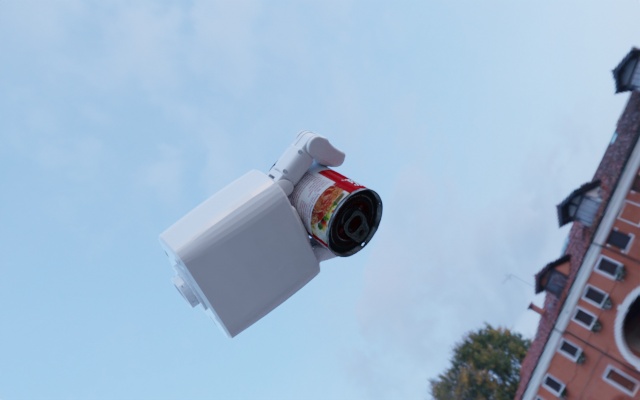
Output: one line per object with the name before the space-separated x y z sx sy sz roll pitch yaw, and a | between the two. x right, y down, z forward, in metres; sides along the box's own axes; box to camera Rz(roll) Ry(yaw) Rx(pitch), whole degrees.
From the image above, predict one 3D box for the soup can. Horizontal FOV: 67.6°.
soup can | 0.000 0.001 0.461 0.068 0.068 0.102 0 23 -44
